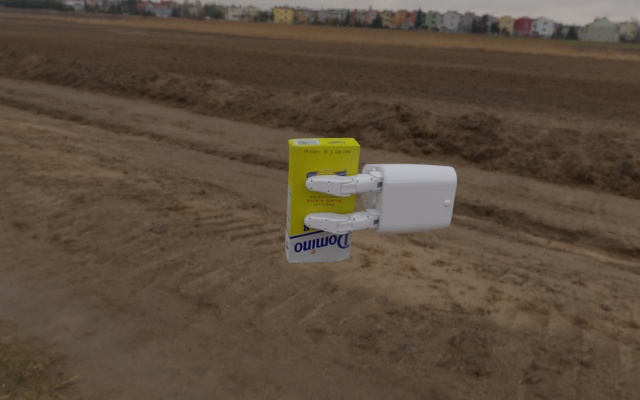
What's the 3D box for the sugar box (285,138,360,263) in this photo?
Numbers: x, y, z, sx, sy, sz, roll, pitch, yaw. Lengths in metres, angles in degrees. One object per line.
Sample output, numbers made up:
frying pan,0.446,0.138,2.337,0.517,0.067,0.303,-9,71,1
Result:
sugar box,0.000,0.002,0.670,0.093,0.176,0.048,-2,21,-10
